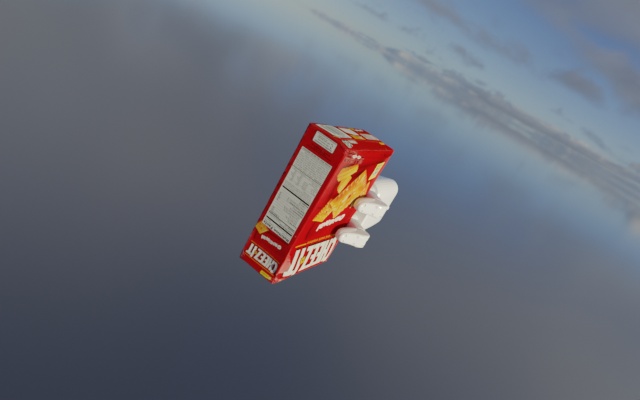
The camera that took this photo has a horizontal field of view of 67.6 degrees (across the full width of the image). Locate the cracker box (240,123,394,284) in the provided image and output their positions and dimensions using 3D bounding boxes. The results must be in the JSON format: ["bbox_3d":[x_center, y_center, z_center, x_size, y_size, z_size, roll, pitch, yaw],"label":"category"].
[{"bbox_3d":[0.000,0.002,0.675,0.072,0.214,0.164,37,20,21],"label":"cracker box"}]
